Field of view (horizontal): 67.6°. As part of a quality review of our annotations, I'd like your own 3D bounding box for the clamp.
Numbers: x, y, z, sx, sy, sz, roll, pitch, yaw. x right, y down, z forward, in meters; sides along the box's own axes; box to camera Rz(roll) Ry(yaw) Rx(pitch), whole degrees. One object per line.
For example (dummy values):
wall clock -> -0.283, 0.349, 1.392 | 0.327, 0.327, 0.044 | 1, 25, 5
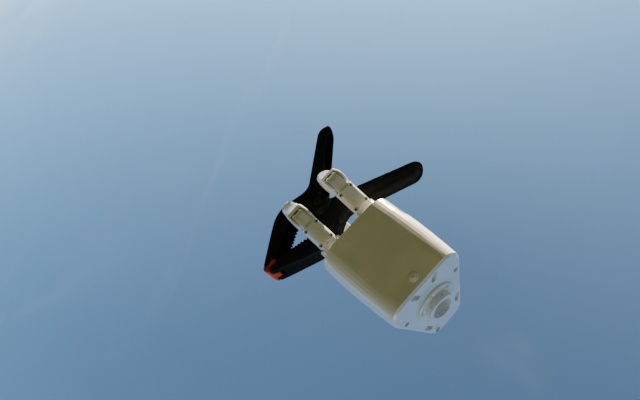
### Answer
clamp -> 0.000, 0.003, 0.581 | 0.164, 0.210, 0.036 | 38, -8, 43
